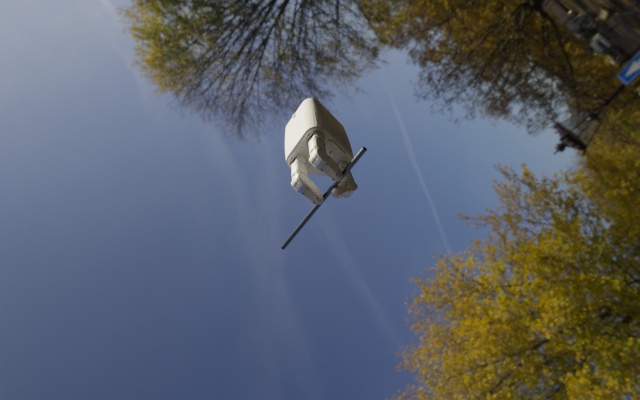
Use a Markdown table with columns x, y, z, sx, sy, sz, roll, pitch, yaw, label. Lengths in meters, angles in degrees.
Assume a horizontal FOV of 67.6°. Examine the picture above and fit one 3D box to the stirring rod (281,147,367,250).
| x | y | z | sx | sy | sz | roll | pitch | yaw | label |
| --- | --- | --- | --- | --- | --- | --- | --- | --- | --- |
| 0.000 | 0.002 | 0.773 | 0.011 | 0.011 | 0.240 | 0 | -42 | -47 | stirring rod |
